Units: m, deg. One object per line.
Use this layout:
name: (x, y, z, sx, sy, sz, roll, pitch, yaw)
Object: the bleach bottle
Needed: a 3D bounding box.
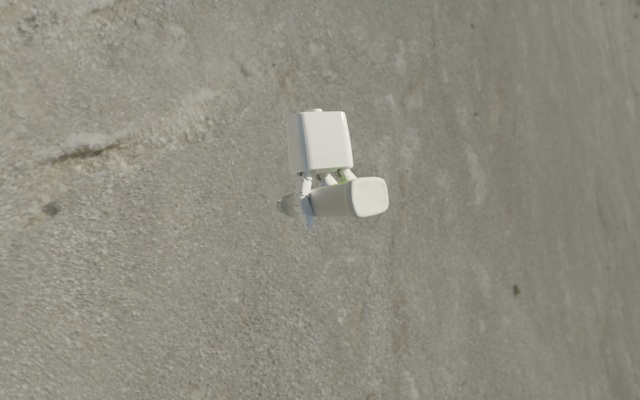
bleach bottle: (0.000, 0.003, 0.895, 0.102, 0.068, 0.251, -8, 1, -44)
